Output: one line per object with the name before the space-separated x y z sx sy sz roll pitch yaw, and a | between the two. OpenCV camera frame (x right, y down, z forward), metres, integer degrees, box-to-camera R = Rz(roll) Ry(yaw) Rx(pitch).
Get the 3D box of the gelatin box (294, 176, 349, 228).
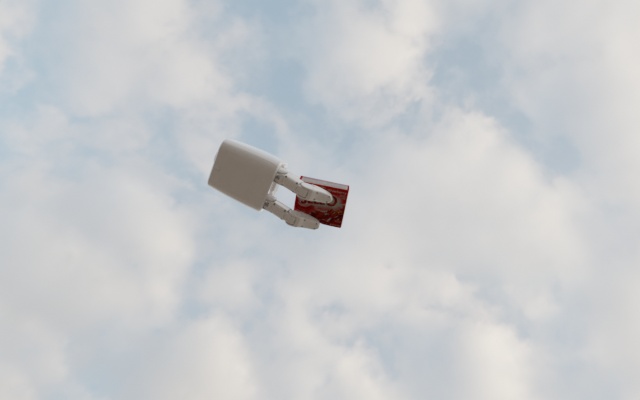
gelatin box | 0.001 0.003 0.829 0.089 0.073 0.030 12 23 2
